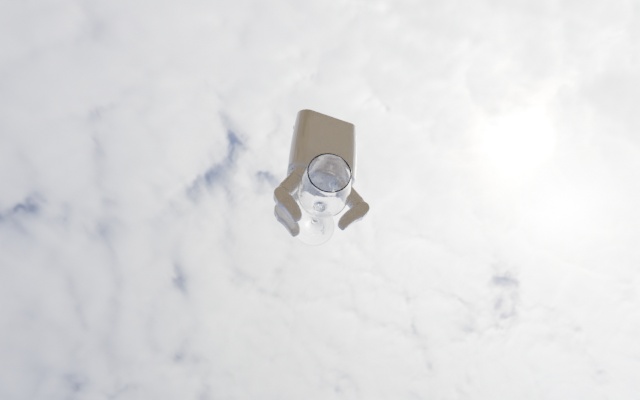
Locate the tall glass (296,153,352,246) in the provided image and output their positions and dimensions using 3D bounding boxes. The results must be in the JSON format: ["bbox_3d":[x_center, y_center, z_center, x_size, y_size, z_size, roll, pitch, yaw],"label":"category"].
[{"bbox_3d":[0.000,0.003,0.742,0.079,0.079,0.201,0,-24,-8],"label":"tall glass"}]
